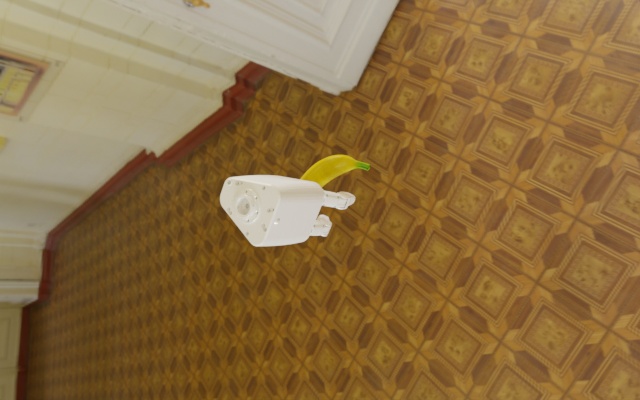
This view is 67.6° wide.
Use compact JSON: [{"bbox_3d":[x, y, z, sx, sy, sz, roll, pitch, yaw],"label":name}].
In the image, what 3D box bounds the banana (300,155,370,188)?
[{"bbox_3d":[-0.010,-0.013,0.802,0.198,0.069,0.037,-44,-7,22],"label":"banana"}]
